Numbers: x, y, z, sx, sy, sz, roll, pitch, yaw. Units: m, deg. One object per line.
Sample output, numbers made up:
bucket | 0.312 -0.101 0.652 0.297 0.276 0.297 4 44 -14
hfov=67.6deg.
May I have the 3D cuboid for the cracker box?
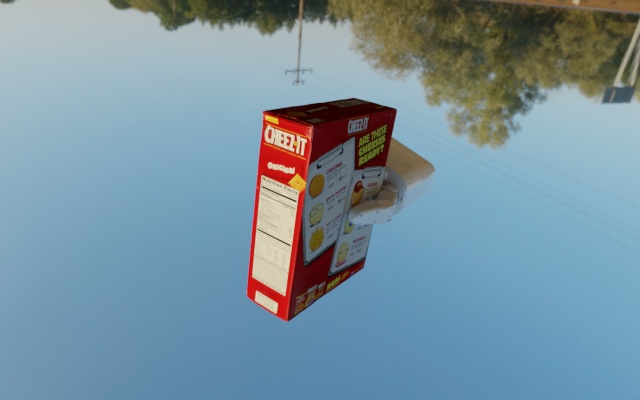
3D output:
cracker box | 0.000 0.002 0.534 0.072 0.214 0.164 22 26 30
